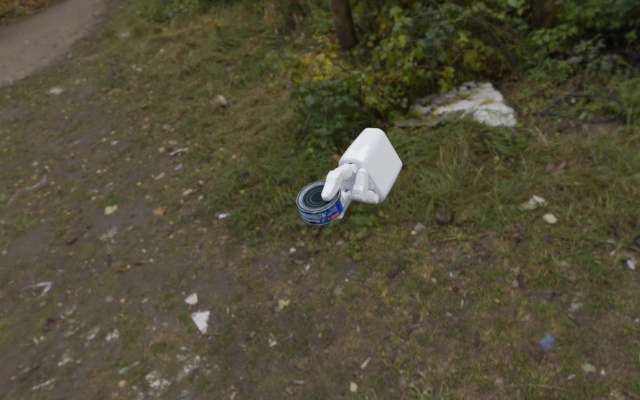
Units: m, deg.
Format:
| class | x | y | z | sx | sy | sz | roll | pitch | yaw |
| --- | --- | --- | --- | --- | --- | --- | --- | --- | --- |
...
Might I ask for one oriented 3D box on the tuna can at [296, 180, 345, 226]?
| class | x | y | z | sx | sy | sz | roll | pitch | yaw |
| --- | --- | --- | --- | --- | --- | --- | --- | --- | --- |
| tuna can | 0.000 | 0.002 | 0.871 | 0.086 | 0.086 | 0.034 | 0 | -44 | 23 |
